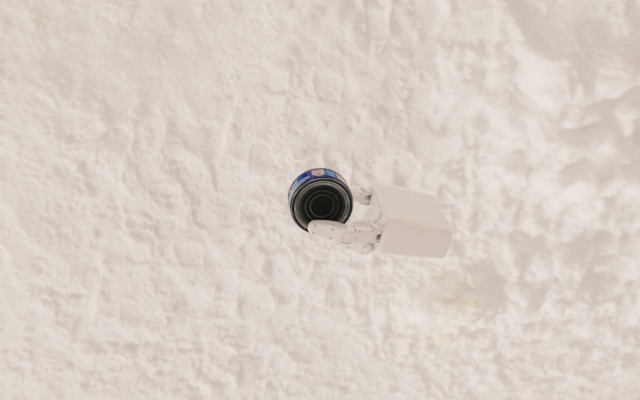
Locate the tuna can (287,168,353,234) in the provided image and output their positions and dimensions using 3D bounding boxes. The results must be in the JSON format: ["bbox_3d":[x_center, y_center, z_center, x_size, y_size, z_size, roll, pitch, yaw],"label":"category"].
[{"bbox_3d":[0.000,0.002,0.634,0.086,0.086,0.033,0,24,-9],"label":"tuna can"}]
